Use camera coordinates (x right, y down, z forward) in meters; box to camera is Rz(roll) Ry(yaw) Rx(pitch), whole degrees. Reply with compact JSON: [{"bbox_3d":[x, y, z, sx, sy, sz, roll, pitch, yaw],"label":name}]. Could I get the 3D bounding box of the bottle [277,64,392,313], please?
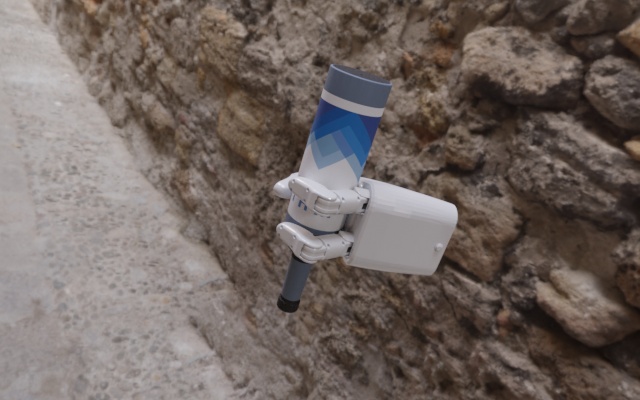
[{"bbox_3d":[0.000,0.002,0.539,0.069,0.296,0.069,15,22,-6],"label":"bottle"}]
